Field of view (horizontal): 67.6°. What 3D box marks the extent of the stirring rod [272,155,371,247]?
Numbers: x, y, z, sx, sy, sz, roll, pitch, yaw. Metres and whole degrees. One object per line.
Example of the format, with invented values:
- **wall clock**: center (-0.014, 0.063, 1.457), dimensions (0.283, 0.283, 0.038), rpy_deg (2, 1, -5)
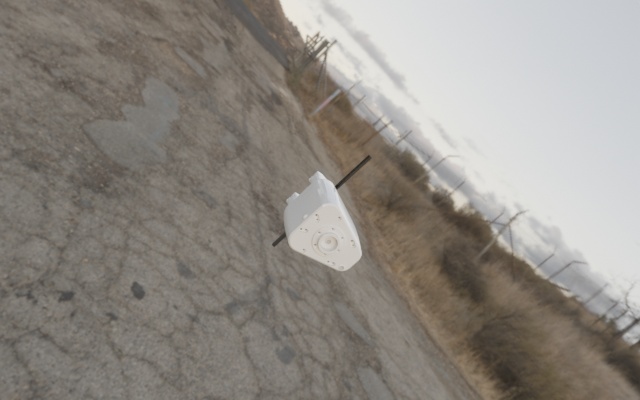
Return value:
- **stirring rod**: center (0.000, 0.003, 0.858), dimensions (0.239, 0.011, 0.011), rpy_deg (-43, -9, 10)
